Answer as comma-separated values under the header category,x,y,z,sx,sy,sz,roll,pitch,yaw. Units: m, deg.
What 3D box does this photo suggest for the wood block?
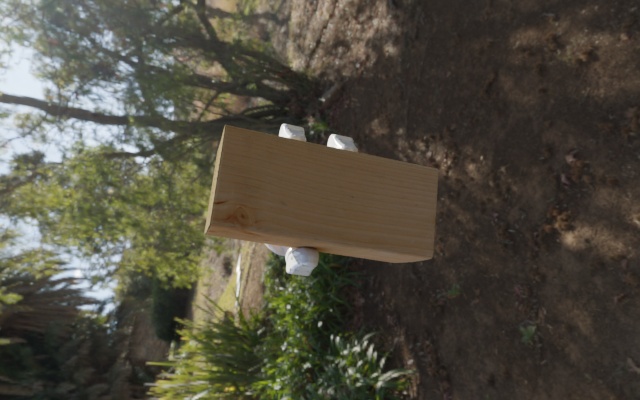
category,x,y,z,sx,sy,sz,roll,pitch,yaw
wood block,0.000,0.002,0.466,0.206,0.091,0.090,10,-12,-15
